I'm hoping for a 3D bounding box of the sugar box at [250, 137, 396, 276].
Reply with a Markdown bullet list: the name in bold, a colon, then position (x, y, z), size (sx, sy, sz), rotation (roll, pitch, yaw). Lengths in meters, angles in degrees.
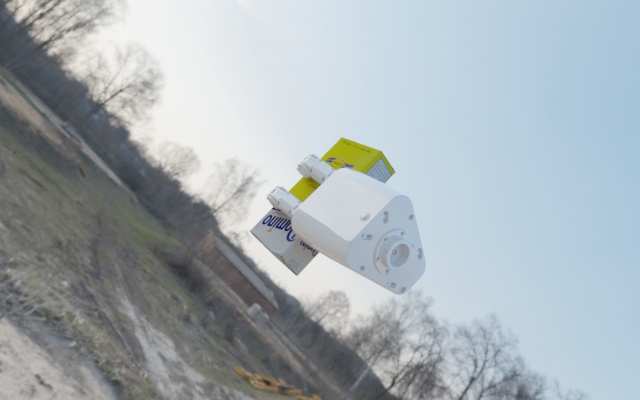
- **sugar box**: position (0.000, 0.002, 0.597), size (0.093, 0.176, 0.048), rotation (29, -20, 55)
